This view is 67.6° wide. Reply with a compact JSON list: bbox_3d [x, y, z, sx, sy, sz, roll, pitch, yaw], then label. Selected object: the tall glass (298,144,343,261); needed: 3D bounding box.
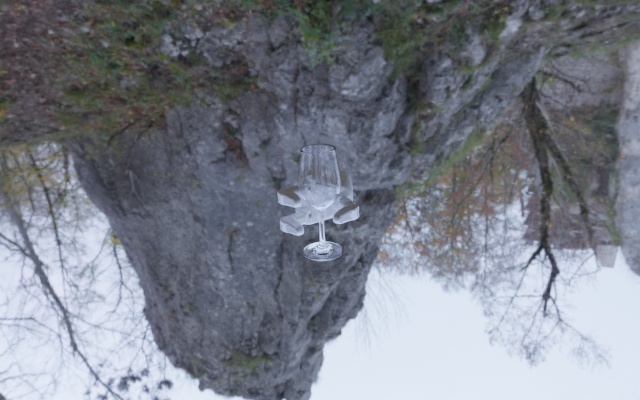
[{"bbox_3d":[0.000,0.004,0.859,0.079,0.201,0.079,-2,22,1],"label":"tall glass"}]
